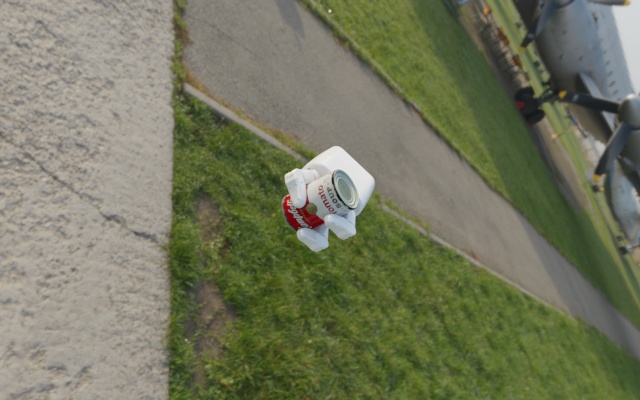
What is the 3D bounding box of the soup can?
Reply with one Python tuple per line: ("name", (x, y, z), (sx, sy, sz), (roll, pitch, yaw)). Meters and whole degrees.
("soup can", (0.000, 0.002, 0.738), (0.102, 0.068, 0.068), (-27, -14, 29))
